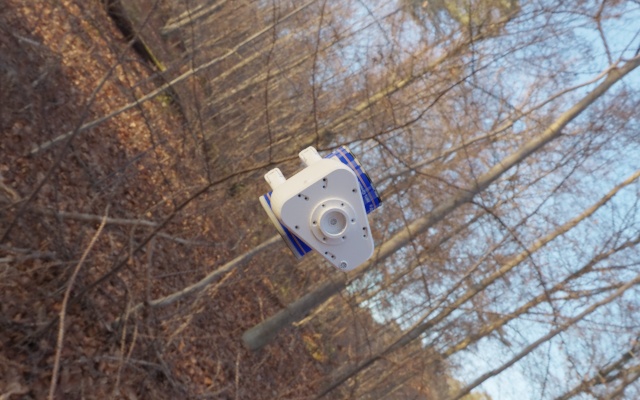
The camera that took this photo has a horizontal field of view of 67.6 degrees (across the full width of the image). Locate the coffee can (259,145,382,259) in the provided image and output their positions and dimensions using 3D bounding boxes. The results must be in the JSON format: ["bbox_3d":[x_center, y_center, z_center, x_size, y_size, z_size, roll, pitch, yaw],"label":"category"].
[{"bbox_3d":[0.000,0.002,0.673,0.140,0.103,0.103,-33,2,-3],"label":"coffee can"}]
